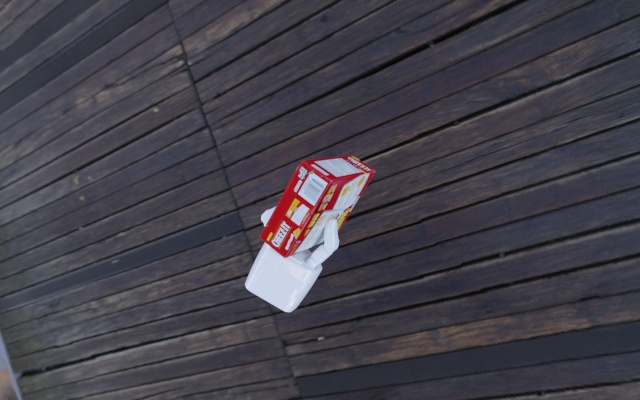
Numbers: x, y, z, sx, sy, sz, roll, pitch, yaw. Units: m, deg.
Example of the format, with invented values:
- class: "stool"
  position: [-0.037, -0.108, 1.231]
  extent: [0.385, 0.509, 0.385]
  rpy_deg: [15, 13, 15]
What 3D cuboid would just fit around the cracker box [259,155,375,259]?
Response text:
- class: "cracker box"
  position: [0.000, 0.003, 0.878]
  extent: [0.072, 0.164, 0.213]
  rpy_deg: [37, 21, 16]
